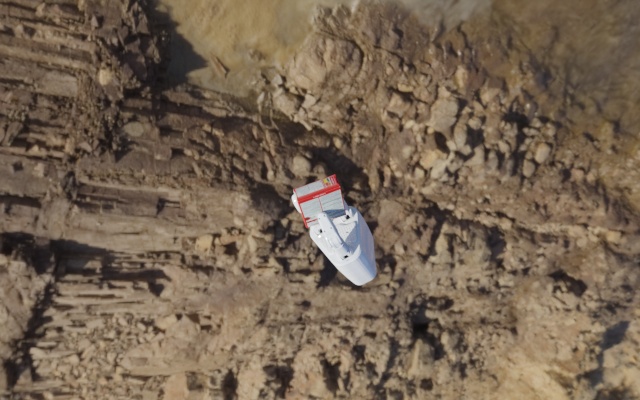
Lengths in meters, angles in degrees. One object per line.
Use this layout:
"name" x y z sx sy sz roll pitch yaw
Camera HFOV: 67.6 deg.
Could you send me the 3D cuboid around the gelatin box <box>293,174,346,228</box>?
"gelatin box" 0.000 0.003 0.791 0.073 0.030 0.089 -19 -34 -2
